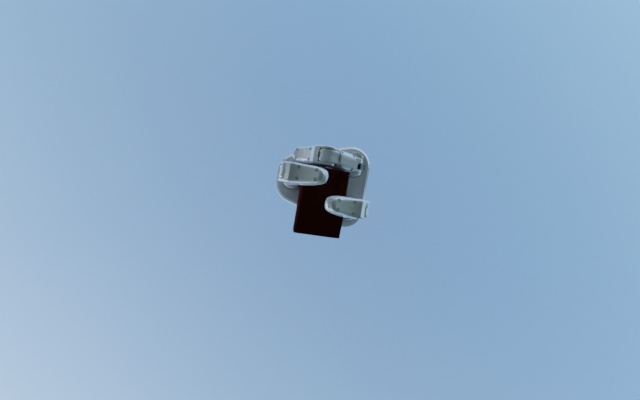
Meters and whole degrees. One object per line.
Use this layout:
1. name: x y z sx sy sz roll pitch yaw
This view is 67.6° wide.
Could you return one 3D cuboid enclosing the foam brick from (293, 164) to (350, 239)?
1. foam brick: 0.000 0.002 0.550 0.053 0.078 0.051 10 -2 -5
